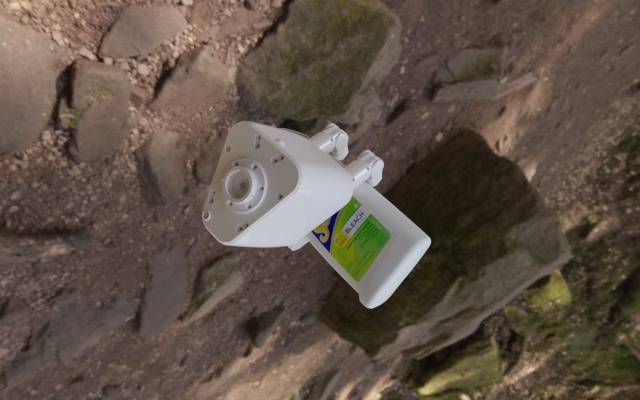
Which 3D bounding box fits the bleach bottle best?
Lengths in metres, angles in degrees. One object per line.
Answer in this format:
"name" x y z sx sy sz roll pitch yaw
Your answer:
"bleach bottle" 0.000 0.002 0.554 0.250 0.102 0.068 41 15 23
